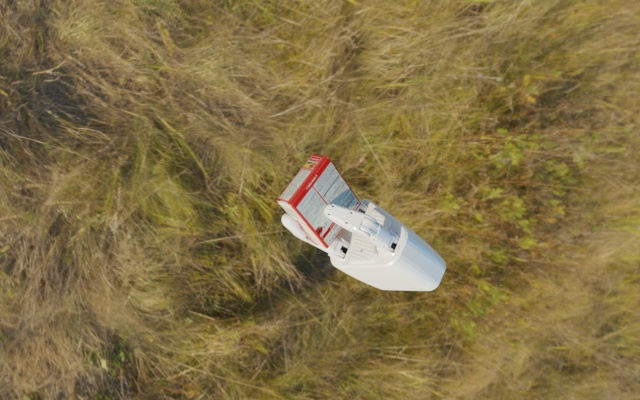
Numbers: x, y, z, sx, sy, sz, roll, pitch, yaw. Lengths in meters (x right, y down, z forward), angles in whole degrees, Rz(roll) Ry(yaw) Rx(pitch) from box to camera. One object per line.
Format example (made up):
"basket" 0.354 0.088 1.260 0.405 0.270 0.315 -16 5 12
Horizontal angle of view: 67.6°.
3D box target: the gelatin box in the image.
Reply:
"gelatin box" 0.000 0.002 0.560 0.030 0.073 0.089 17 -27 46
